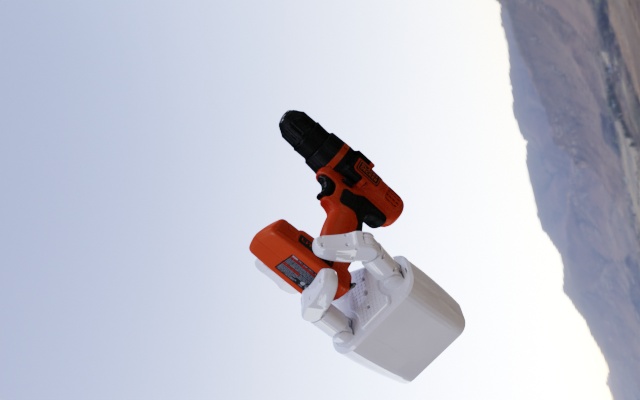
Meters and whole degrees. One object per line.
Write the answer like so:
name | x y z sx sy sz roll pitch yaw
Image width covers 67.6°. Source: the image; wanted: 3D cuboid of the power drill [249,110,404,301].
power drill | 0.000 0.002 0.520 0.057 0.184 0.187 -41 13 46
